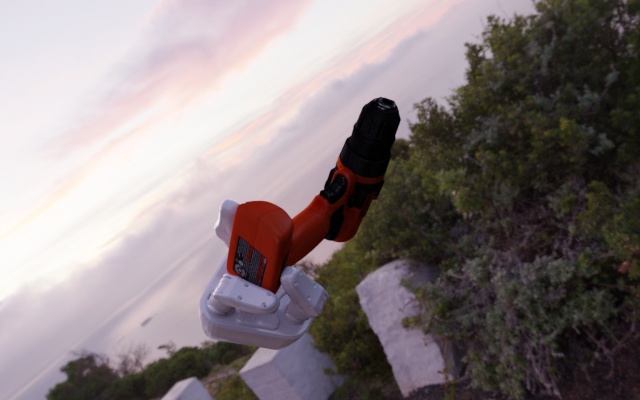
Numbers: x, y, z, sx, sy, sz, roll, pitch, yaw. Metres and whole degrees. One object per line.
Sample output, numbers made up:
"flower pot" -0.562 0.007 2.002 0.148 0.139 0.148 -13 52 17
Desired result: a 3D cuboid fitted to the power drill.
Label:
"power drill" 0.000 0.002 0.461 0.057 0.185 0.187 36 44 22
